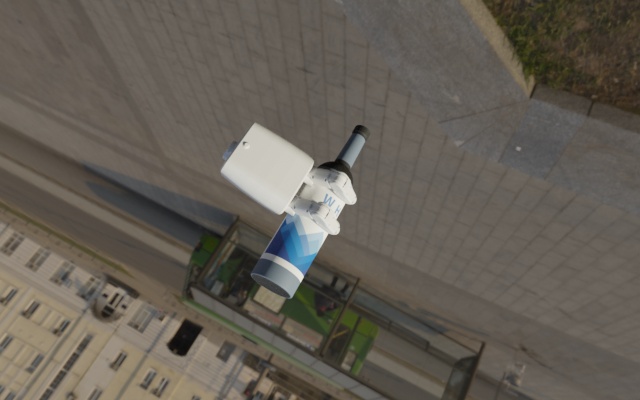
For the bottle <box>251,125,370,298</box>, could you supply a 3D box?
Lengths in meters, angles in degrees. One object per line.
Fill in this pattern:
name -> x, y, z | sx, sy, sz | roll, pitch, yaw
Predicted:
bottle -> 0.000, 0.003, 0.719 | 0.069, 0.295, 0.069 | 25, -24, 12
